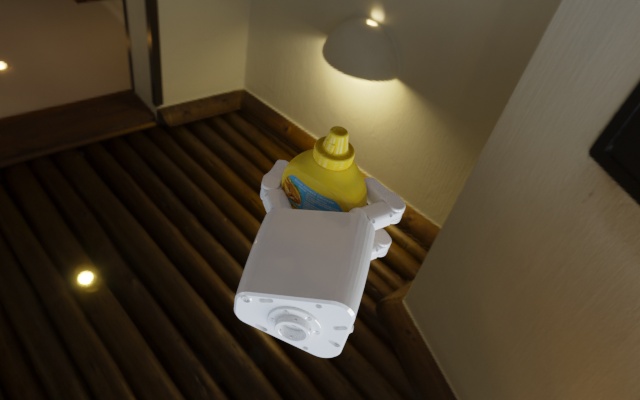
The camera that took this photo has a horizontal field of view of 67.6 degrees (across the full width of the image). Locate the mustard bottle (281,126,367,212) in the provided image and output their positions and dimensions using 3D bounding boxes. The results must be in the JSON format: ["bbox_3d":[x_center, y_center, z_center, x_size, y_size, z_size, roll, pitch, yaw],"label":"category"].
[{"bbox_3d":[0.000,0.002,0.519,0.096,0.192,0.058,34,47,19],"label":"mustard bottle"}]
